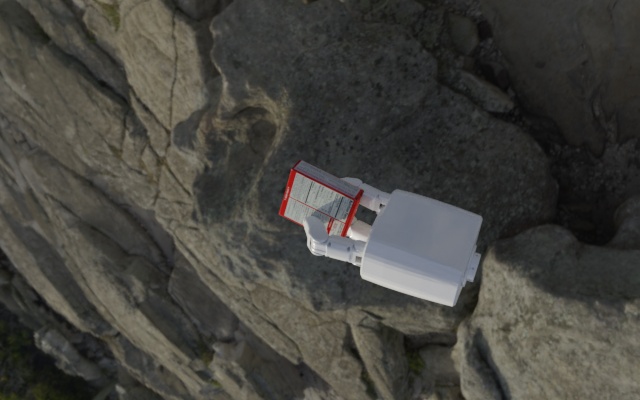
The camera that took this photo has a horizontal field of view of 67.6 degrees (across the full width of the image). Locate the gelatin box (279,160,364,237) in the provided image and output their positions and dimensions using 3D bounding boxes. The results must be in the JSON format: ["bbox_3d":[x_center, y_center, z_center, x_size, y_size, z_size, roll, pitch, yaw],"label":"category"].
[{"bbox_3d":[0.000,0.002,0.583,0.089,0.073,0.030,26,38,9],"label":"gelatin box"}]
